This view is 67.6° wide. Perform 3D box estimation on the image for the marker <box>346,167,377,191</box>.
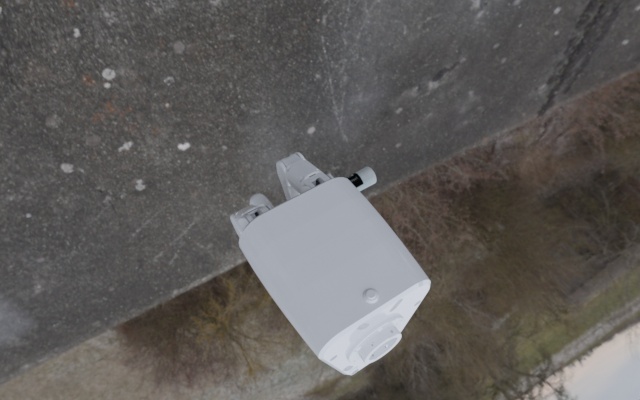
[{"bbox_3d":[0.000,0.001,0.458,0.121,0.020,0.020,-28,9,-18],"label":"marker"}]
